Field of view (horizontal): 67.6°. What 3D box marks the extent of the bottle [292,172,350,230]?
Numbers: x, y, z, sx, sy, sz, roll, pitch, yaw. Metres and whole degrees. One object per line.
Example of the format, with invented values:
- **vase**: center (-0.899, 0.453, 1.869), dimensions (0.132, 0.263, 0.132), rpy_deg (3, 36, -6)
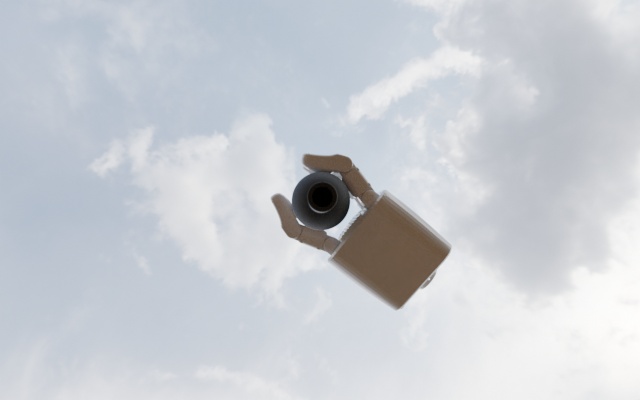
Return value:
- **bottle**: center (0.000, 0.002, 0.576), dimensions (0.069, 0.069, 0.296), rpy_deg (0, -2, -1)
